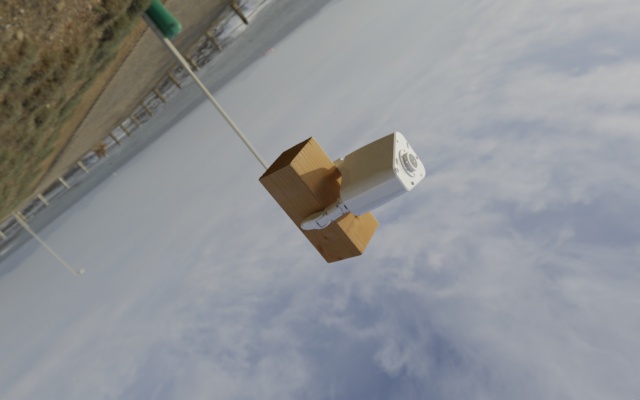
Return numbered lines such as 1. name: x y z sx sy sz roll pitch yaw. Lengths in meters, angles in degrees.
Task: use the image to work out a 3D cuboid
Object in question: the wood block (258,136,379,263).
1. wood block: 0.000 0.003 0.855 0.090 0.206 0.090 -21 25 44
